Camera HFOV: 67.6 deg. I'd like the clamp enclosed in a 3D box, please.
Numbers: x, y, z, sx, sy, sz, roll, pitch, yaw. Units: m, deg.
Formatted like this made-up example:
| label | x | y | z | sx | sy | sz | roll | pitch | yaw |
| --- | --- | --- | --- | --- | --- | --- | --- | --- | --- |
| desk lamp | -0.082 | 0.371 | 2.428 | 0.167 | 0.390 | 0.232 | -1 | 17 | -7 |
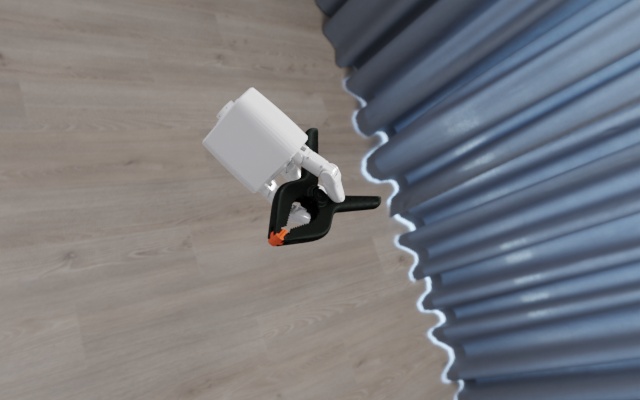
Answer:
| label | x | y | z | sx | sy | sz | roll | pitch | yaw |
| --- | --- | --- | --- | --- | --- | --- | --- | --- | --- |
| clamp | 0.000 | 0.002 | 0.701 | 0.036 | 0.164 | 0.210 | -40 | 12 | 49 |
